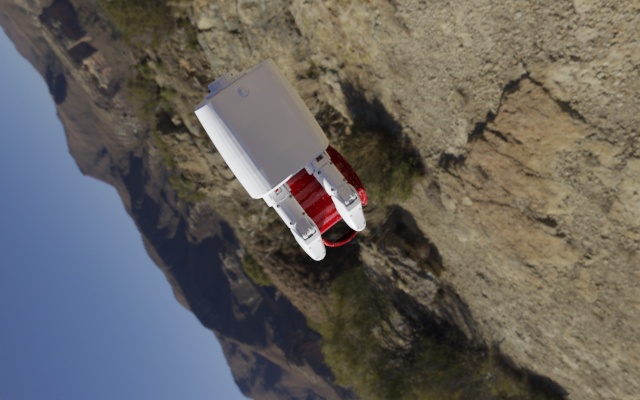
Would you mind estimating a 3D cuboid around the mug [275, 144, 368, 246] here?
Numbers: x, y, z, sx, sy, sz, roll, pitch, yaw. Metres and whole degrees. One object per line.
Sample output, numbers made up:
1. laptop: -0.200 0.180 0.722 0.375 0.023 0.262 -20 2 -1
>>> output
1. mug: 0.001 0.003 0.555 0.081 0.117 0.093 -38 19 -12
